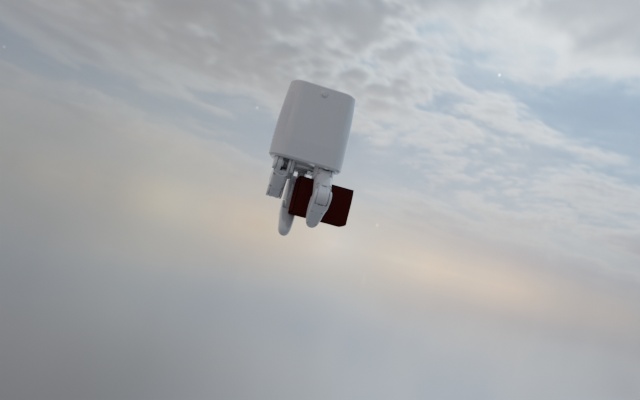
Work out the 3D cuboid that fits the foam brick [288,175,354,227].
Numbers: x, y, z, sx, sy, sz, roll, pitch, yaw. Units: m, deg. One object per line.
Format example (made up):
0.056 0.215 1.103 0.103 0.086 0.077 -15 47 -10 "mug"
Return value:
0.000 0.002 0.658 0.078 0.051 0.053 15 -7 -9 "foam brick"
